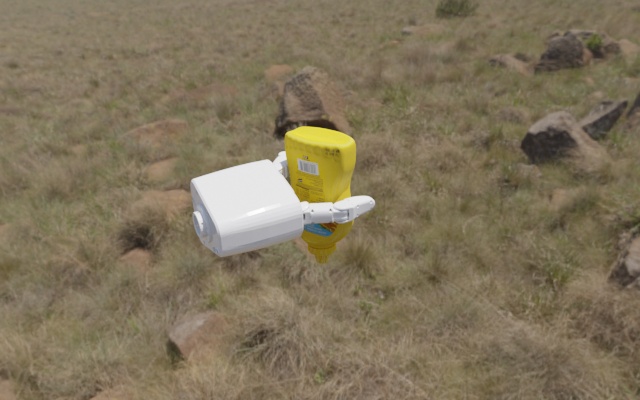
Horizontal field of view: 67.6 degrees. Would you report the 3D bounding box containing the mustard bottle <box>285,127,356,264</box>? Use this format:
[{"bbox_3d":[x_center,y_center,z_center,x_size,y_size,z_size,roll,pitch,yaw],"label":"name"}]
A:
[{"bbox_3d":[0.000,0.002,0.646,0.096,0.192,0.058,17,32,32],"label":"mustard bottle"}]
